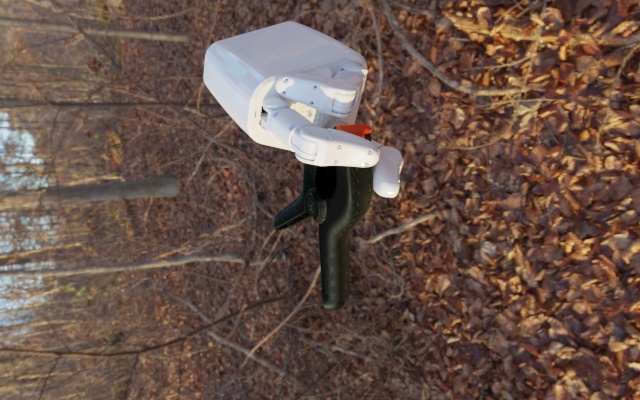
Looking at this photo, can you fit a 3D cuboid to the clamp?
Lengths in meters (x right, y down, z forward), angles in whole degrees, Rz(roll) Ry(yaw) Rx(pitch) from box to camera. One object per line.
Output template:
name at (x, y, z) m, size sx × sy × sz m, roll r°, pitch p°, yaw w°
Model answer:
clamp at (0.000, 0.001, 0.426) m, size 0.039 × 0.172 × 0.120 m, roll -14°, pitch 41°, yaw -38°
